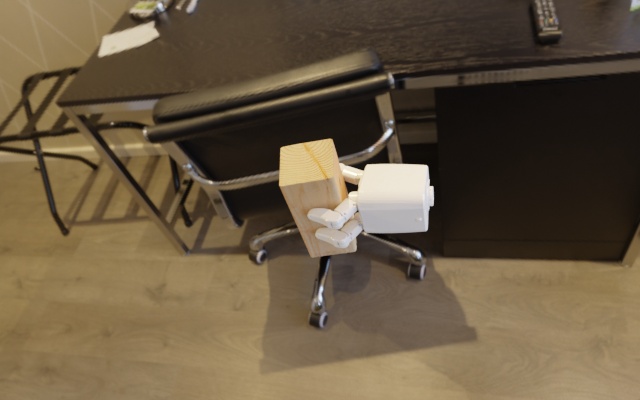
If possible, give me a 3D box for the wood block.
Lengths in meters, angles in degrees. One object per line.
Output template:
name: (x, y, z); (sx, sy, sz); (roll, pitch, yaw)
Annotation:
wood block: (0.000, 0.002, 0.835); (0.090, 0.090, 0.206); (-9, -41, 9)
